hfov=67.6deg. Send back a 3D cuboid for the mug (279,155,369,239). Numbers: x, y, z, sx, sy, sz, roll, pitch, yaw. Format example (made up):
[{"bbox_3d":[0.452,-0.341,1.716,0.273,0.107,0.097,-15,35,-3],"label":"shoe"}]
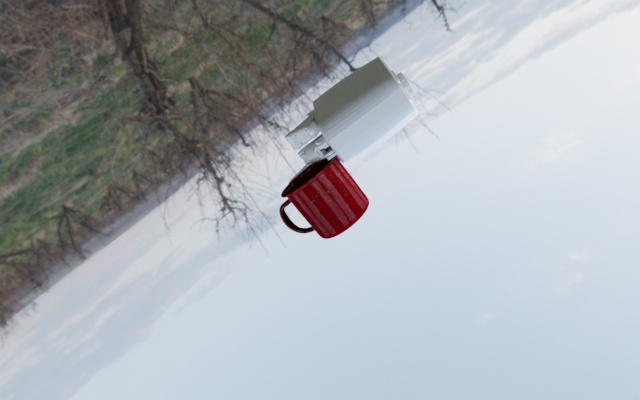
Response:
[{"bbox_3d":[-0.001,0.003,0.625,0.117,0.081,0.093,-35,13,17],"label":"mug"}]
